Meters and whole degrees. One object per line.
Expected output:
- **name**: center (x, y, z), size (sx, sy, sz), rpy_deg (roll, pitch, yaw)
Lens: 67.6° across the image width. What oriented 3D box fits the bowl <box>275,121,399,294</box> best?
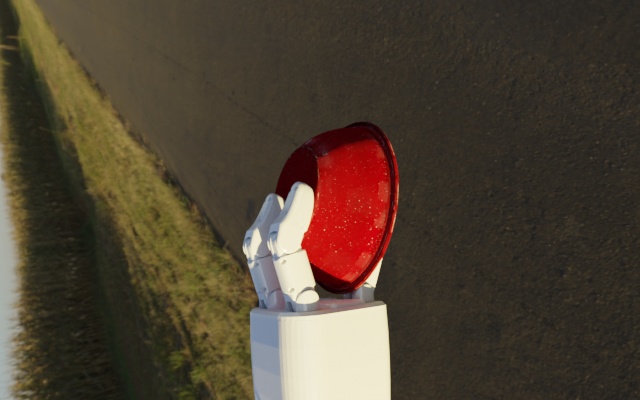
- **bowl**: center (0.000, 0.000, 0.433), size (0.055, 0.162, 0.162), rpy_deg (11, -5, -27)
